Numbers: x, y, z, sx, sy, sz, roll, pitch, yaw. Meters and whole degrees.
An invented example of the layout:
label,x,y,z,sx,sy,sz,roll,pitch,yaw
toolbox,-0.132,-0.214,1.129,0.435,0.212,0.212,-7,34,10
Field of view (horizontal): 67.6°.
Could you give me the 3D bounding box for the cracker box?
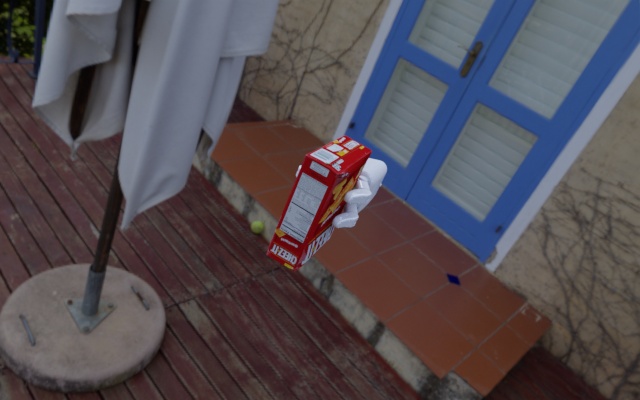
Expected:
label,x,y,z,sx,sy,sz,roll,pitch,yaw
cracker box,0.000,0.003,0.865,0.072,0.214,0.164,31,29,13
